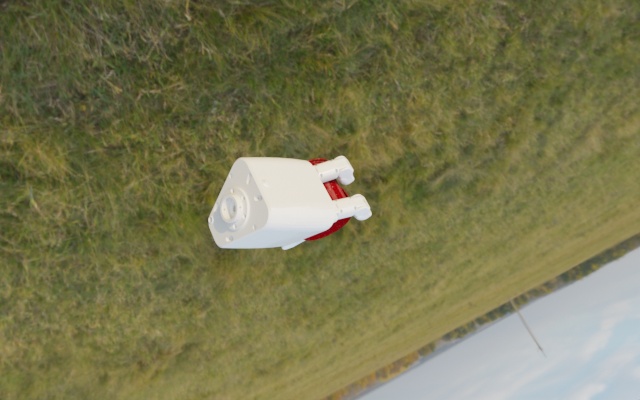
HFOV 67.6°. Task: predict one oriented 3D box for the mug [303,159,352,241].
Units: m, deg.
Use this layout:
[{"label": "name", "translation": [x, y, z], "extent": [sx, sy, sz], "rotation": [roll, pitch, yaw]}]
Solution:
[{"label": "mug", "translation": [0.001, 0.002, 0.672], "extent": [0.117, 0.081, 0.093], "rotation": [1, -36, -48]}]
